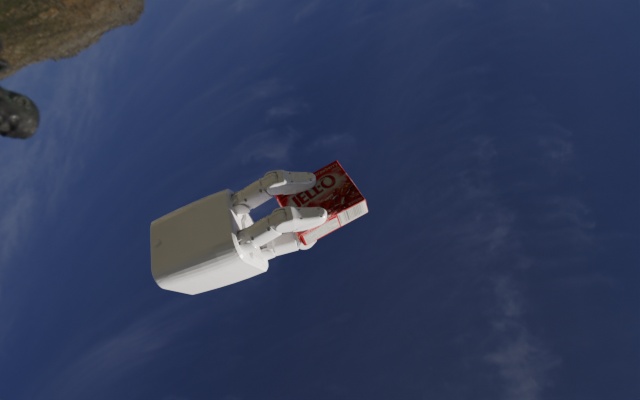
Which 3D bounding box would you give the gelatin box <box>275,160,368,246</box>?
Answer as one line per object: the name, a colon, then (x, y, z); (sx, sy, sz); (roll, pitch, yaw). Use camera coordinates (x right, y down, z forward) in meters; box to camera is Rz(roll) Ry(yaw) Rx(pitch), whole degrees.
gelatin box: (0.000, 0.002, 0.570); (0.089, 0.073, 0.030); (-28, -37, -7)
